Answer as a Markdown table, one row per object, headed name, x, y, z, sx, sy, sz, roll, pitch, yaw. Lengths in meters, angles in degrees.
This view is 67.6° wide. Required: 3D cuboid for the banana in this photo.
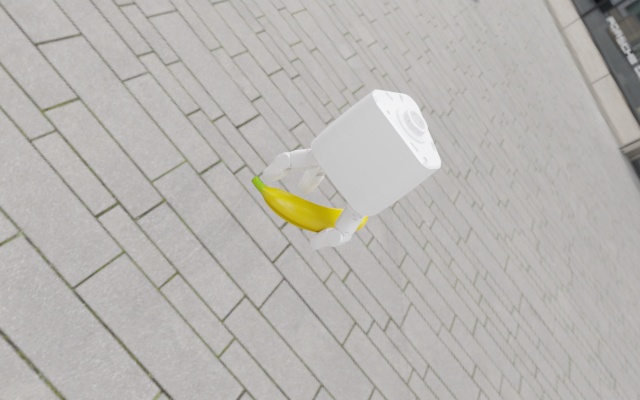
| name | x | y | z | sx | sy | sz | roll | pitch | yaw |
| --- | --- | --- | --- | --- | --- | --- | --- | --- | --- |
| banana | 0.001 | 0.016 | 0.650 | 0.198 | 0.069 | 0.037 | 19 | -47 | -35 |
